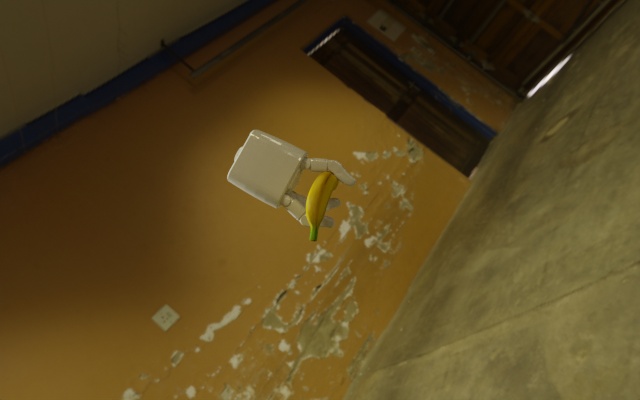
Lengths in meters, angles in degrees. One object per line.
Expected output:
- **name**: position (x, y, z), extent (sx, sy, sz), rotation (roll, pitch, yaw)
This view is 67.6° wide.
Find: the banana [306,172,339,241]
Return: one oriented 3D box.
- **banana**: position (0.003, -0.011, 0.824), extent (0.037, 0.070, 0.197), rotation (16, 31, 5)
